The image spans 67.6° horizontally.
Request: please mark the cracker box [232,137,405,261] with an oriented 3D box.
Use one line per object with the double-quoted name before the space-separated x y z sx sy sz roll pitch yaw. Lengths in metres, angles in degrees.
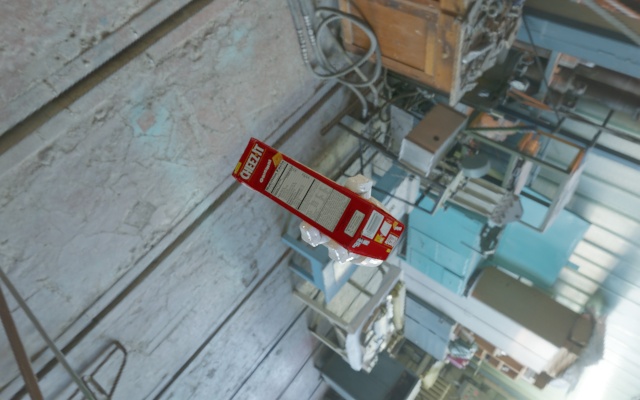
"cracker box" 0.000 0.002 0.696 0.213 0.072 0.164 30 2 26
